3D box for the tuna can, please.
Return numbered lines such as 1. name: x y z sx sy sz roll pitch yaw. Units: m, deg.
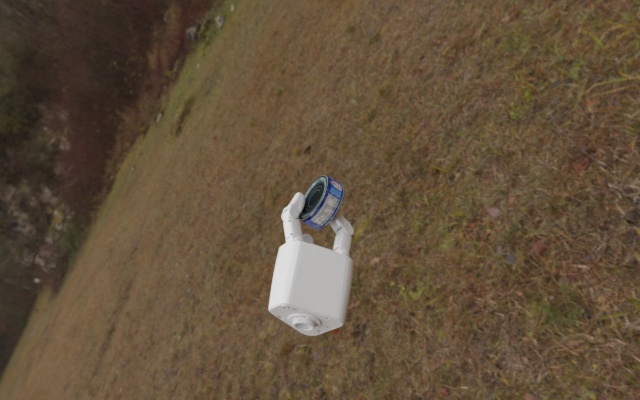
1. tuna can: 0.000 0.002 0.776 0.034 0.086 0.086 30 -12 -21
